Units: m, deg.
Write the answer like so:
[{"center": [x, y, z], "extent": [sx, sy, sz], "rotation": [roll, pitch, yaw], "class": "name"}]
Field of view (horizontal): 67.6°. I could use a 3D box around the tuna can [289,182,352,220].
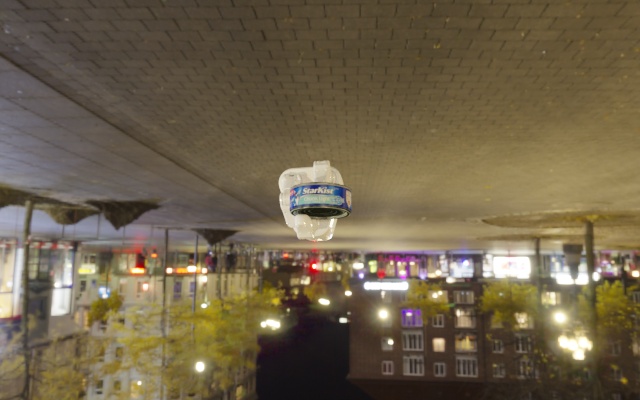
[{"center": [0.000, 0.003, 0.652], "extent": [0.086, 0.033, 0.086], "rotation": [1, -14, 0], "class": "tuna can"}]
